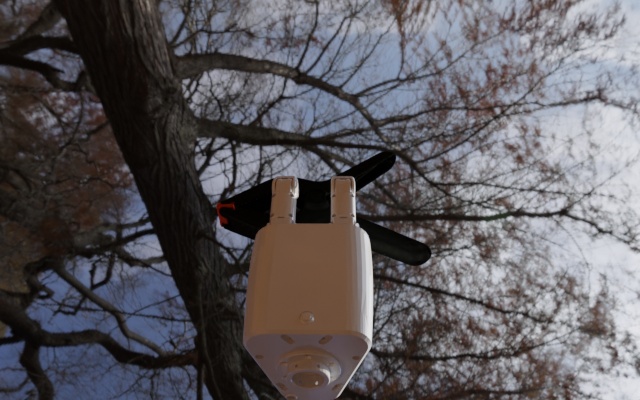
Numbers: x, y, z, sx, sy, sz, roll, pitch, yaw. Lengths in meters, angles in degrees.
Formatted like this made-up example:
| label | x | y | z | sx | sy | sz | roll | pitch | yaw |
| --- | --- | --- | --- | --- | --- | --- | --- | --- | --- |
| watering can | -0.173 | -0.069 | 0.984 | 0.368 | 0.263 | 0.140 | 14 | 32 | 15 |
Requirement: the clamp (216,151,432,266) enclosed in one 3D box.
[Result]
| label | x | y | z | sx | sy | sz | roll | pitch | yaw |
| --- | --- | --- | --- | --- | --- | --- | --- | --- | --- |
| clamp | 0.000 | 0.002 | 0.504 | 0.210 | 0.036 | 0.164 | 0 | 41 | 1 |
